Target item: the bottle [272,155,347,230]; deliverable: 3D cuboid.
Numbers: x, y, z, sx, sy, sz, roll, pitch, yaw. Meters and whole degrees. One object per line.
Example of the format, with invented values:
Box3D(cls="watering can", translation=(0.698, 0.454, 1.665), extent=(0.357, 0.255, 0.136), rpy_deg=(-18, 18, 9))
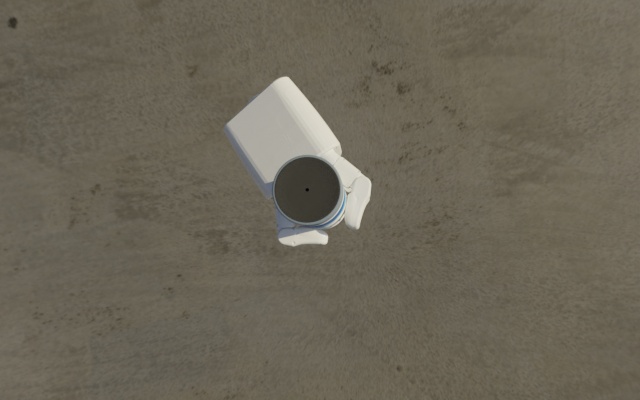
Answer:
Box3D(cls="bottle", translation=(0.000, 0.002, 0.590), extent=(0.069, 0.069, 0.296), rpy_deg=(0, -5, 5))
